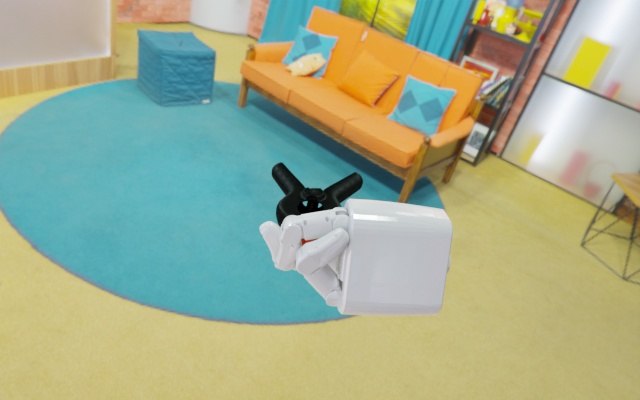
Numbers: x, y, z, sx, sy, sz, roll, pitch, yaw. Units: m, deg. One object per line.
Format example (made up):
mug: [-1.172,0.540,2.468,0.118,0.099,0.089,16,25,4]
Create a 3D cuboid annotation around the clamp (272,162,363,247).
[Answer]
clamp: [0.000,0.001,0.575,0.120,0.039,0.171,-2,33,-3]
